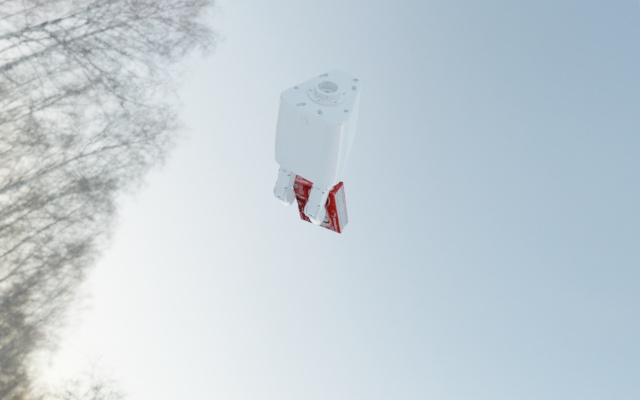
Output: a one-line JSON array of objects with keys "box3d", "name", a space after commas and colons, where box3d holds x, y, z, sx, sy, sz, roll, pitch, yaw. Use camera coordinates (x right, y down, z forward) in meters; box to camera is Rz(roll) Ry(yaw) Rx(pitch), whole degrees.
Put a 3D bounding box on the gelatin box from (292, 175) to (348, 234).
[{"box3d": [0.000, 0.002, 0.711, 0.073, 0.089, 0.030, 19, 53, 26], "name": "gelatin box"}]
